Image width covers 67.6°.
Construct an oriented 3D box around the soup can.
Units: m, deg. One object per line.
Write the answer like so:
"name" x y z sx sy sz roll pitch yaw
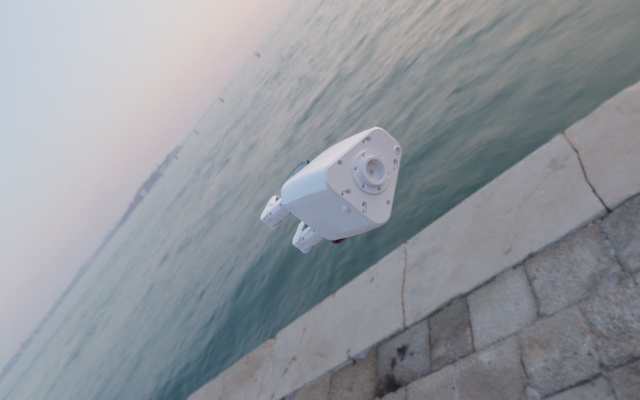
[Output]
"soup can" 0.000 0.002 0.640 0.102 0.068 0.068 38 -13 -17
